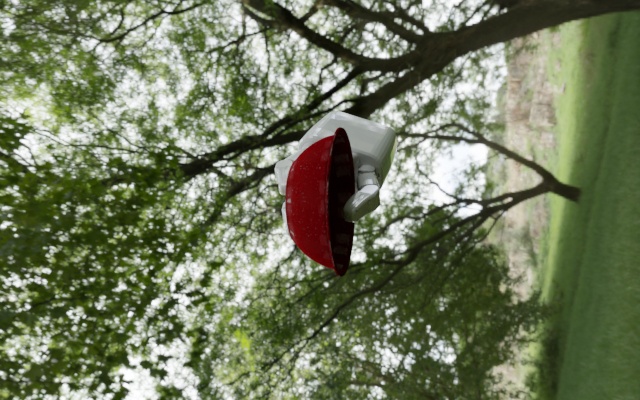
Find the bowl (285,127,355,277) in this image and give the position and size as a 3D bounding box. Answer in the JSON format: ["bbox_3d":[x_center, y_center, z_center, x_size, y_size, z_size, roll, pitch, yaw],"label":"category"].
[{"bbox_3d":[-0.001,0.002,0.523,0.055,0.162,0.162,0,0,12],"label":"bowl"}]
